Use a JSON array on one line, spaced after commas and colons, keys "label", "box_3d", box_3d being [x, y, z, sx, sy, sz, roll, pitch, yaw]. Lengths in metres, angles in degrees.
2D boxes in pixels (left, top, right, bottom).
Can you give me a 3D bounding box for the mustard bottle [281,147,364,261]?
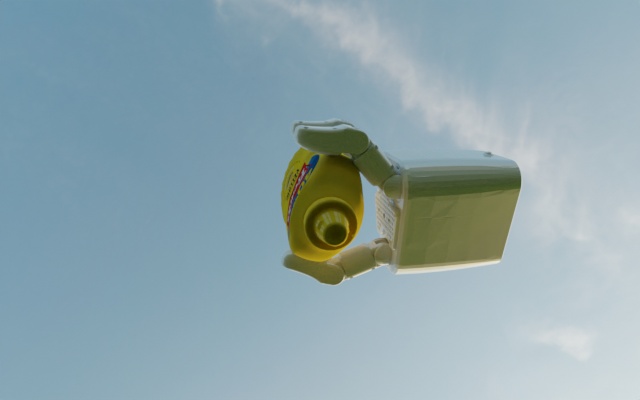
[{"label": "mustard bottle", "box_3d": [0.000, 0.001, 0.430, 0.058, 0.096, 0.191, 20, 11, -12]}]
